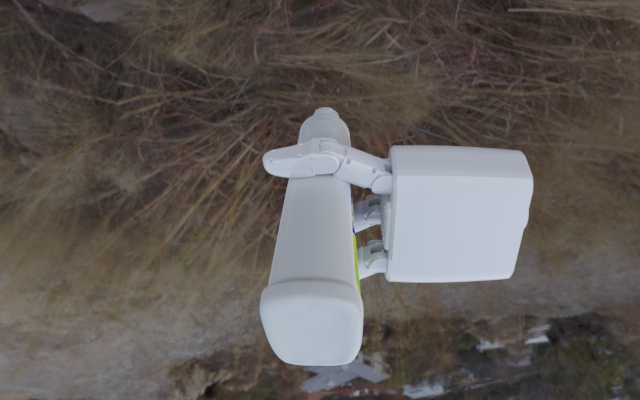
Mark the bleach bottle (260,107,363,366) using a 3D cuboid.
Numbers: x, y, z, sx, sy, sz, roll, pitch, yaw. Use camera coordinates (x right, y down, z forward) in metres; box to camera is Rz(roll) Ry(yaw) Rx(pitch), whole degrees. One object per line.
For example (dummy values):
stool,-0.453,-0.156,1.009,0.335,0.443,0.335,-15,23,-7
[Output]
bleach bottle,0.000,0.001,0.406,0.068,0.250,0.103,0,-42,4
